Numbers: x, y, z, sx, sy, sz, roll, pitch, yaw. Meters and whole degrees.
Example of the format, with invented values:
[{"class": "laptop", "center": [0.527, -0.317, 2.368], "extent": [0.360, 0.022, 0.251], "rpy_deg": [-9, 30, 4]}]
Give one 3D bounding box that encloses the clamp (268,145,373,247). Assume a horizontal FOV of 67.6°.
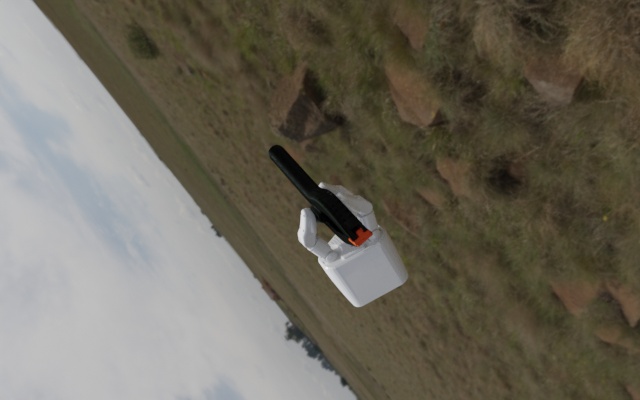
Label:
[{"class": "clamp", "center": [0.000, 0.003, 0.697], "extent": [0.036, 0.165, 0.210], "rpy_deg": [-40, 32, -9]}]
